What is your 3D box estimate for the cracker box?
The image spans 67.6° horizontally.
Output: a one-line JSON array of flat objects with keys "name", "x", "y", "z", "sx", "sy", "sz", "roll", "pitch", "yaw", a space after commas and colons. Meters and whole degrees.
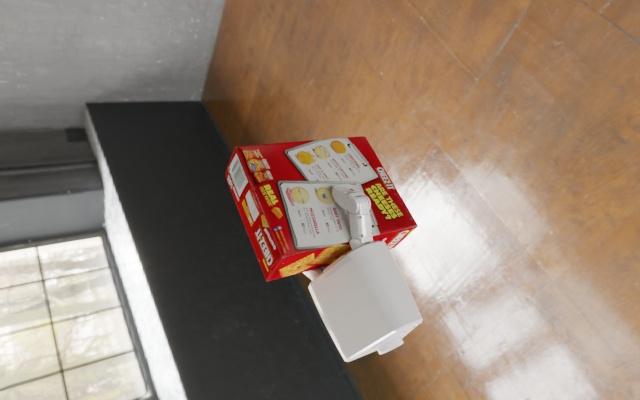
[{"name": "cracker box", "x": 0.000, "y": 0.002, "z": 0.642, "sx": 0.213, "sy": 0.164, "sz": 0.072, "roll": -9, "pitch": -29, "yaw": -34}]
